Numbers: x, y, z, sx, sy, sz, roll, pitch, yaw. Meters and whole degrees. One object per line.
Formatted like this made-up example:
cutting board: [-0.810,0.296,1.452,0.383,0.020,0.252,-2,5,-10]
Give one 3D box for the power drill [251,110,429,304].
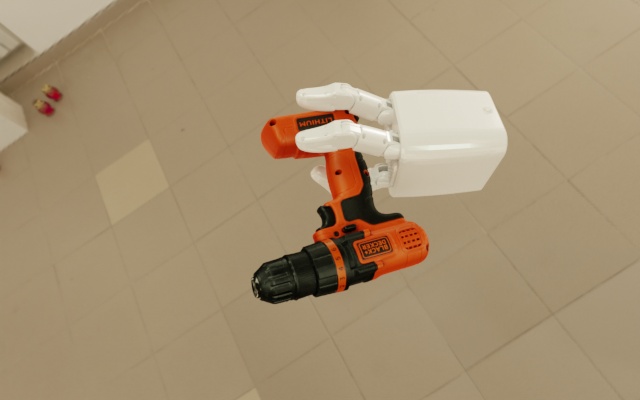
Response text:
power drill: [0.000,0.001,0.489,0.184,0.187,0.057,-12,-20,-22]
